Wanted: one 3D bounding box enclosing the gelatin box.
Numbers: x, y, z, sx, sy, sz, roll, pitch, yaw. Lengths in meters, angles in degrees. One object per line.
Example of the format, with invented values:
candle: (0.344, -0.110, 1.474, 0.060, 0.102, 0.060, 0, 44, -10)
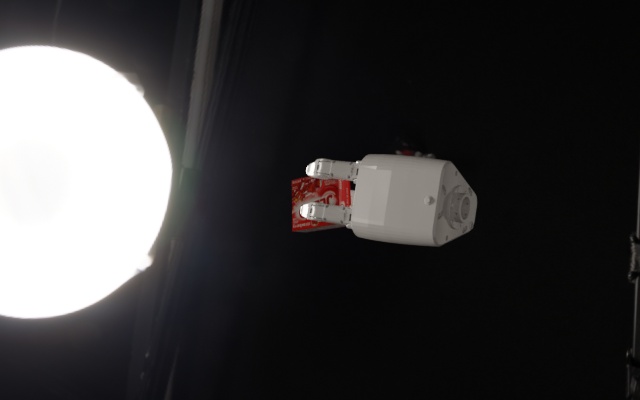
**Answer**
gelatin box: (0.000, 0.002, 0.645, 0.089, 0.073, 0.030, -11, -14, 42)
